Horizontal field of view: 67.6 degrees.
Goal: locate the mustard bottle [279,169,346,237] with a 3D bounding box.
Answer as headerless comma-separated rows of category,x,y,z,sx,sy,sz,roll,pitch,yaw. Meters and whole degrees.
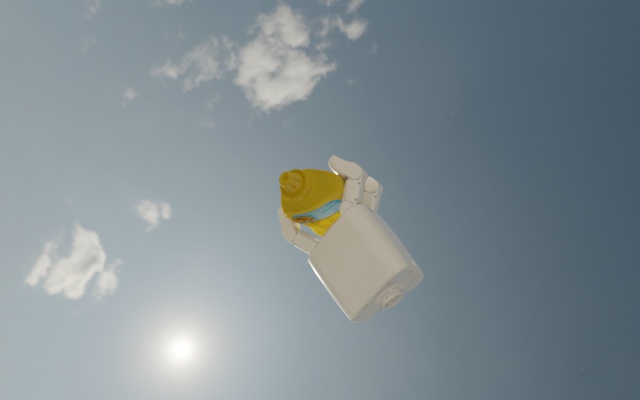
mustard bottle,0.000,0.002,0.666,0.096,0.058,0.192,-20,-26,21
